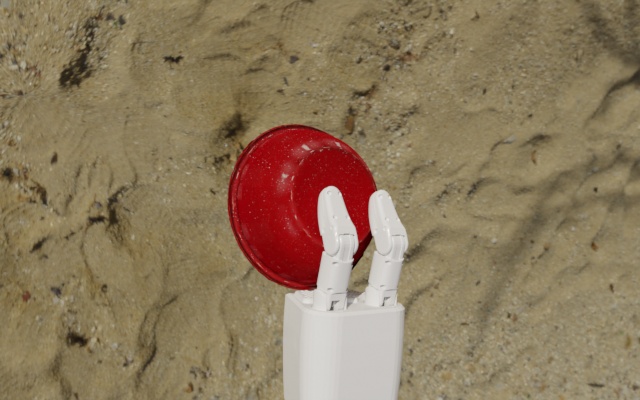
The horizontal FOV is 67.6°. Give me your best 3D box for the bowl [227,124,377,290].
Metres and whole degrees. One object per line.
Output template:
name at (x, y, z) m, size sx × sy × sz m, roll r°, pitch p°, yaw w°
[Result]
bowl at (0.000, 0.000, 0.440) m, size 0.162 × 0.162 × 0.055 m, roll 0°, pitch -8°, yaw -33°
